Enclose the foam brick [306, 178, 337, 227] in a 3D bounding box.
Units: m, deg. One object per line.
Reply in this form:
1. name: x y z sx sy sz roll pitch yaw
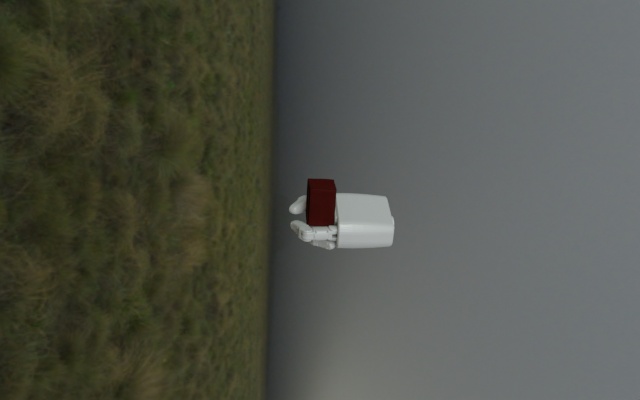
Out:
1. foam brick: 0.000 0.003 0.894 0.051 0.078 0.053 1 24 -5
